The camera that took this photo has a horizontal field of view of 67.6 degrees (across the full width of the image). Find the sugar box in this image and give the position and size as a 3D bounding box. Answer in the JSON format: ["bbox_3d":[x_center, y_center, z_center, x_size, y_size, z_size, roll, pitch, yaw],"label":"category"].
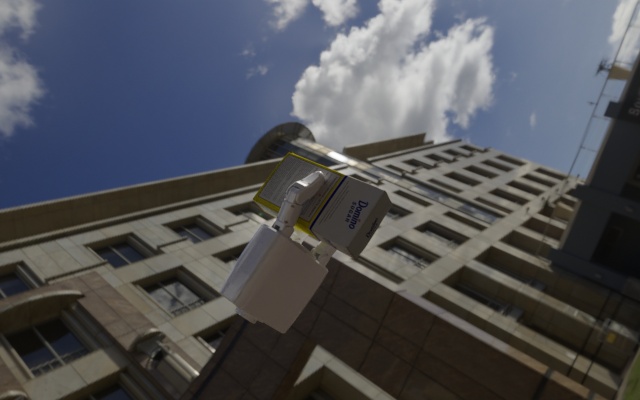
[{"bbox_3d":[0.000,0.002,0.656,0.176,0.093,0.048,27,-16,33],"label":"sugar box"}]
